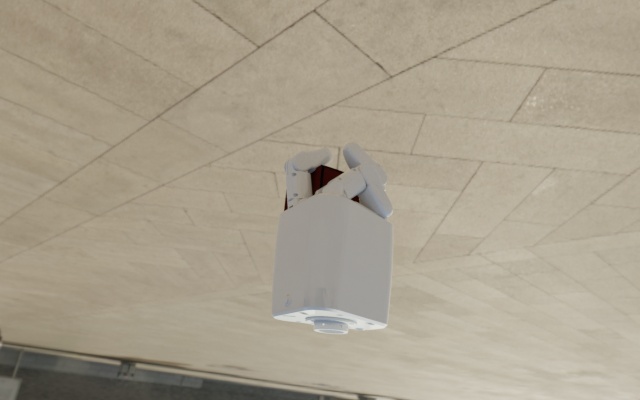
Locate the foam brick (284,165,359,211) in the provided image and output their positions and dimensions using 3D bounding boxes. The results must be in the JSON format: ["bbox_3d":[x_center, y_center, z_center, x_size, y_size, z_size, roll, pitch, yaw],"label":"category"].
[{"bbox_3d":[0.000,0.002,0.533,0.053,0.051,0.078,16,-25,-29],"label":"foam brick"}]
